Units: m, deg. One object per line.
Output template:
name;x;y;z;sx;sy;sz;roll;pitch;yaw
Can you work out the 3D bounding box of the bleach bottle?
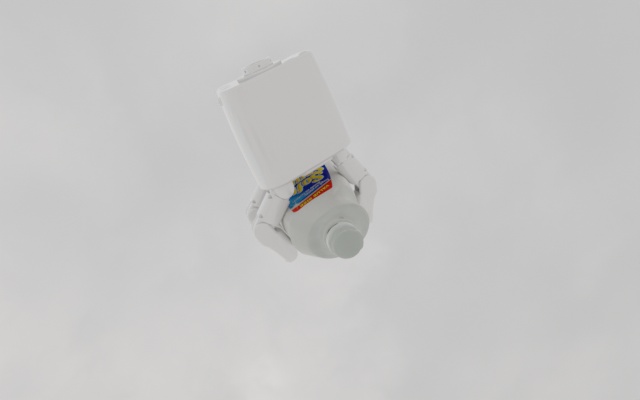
bleach bottle;0.000;0.002;0.536;0.102;0.068;0.250;-26;20;-7
